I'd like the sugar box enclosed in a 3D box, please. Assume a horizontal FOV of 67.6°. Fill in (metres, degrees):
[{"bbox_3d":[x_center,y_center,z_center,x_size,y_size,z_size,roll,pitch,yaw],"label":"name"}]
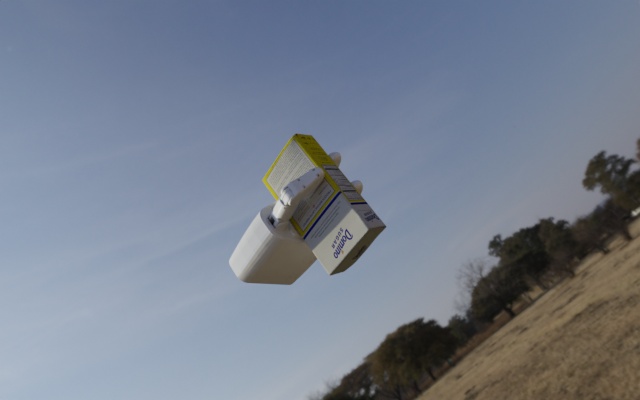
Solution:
[{"bbox_3d":[0.000,0.002,0.639,0.048,0.176,0.093,-6,-39,-51],"label":"sugar box"}]
